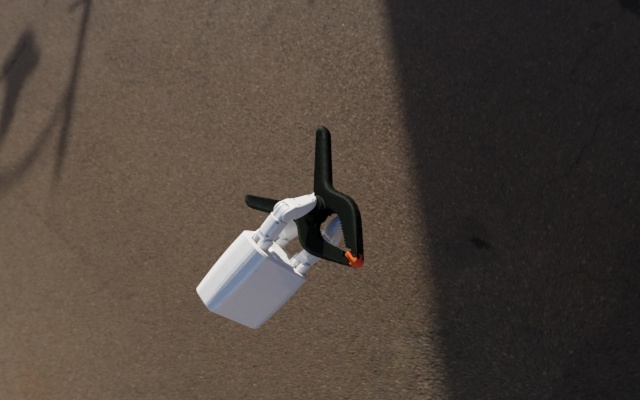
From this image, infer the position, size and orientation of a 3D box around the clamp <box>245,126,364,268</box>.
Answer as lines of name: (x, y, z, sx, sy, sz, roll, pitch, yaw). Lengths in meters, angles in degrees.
clamp: (0.000, 0.002, 0.660, 0.210, 0.164, 0.036, 45, 9, 32)
